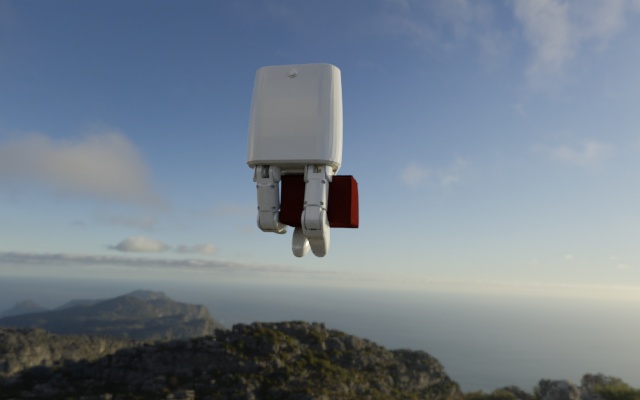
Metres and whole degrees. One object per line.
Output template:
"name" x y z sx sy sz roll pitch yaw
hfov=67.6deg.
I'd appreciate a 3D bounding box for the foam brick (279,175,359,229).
"foam brick" 0.000 0.002 0.512 0.078 0.051 0.053 1 -9 12
